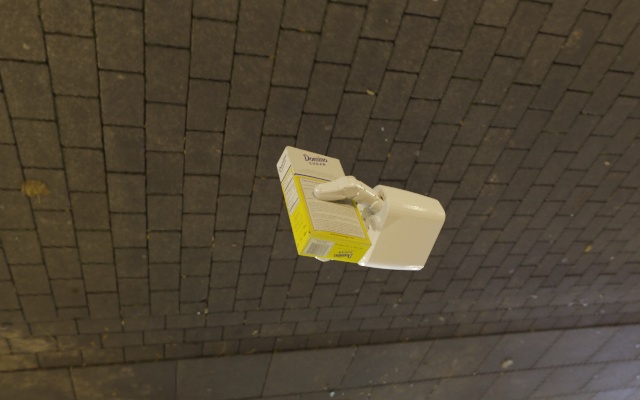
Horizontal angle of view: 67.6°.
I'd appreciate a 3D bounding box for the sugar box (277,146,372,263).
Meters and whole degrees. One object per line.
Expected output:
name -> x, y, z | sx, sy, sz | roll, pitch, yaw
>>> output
sugar box -> 0.000, 0.003, 0.664 | 0.093, 0.048, 0.176 | 13, 36, -27
